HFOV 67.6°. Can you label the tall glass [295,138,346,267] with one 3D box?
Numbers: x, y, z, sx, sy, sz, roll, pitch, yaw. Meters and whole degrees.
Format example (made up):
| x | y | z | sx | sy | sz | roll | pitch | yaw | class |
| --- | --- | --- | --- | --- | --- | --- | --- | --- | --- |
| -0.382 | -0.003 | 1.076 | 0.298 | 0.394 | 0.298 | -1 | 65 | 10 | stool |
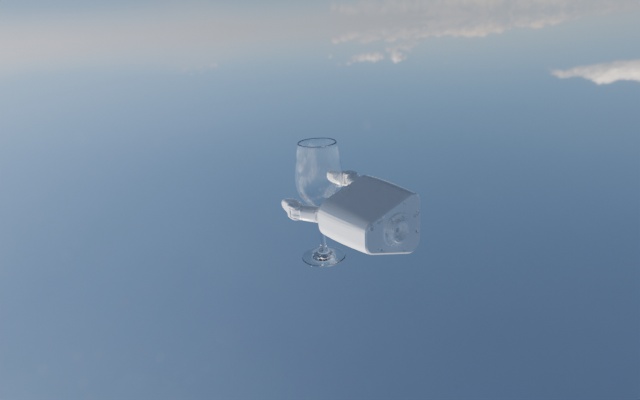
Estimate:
| x | y | z | sx | sy | sz | roll | pitch | yaw | class |
| --- | --- | --- | --- | --- | --- | --- | --- | --- | --- |
| 0.000 | 0.003 | 0.777 | 0.079 | 0.201 | 0.079 | -3 | 20 | 1 | tall glass |
